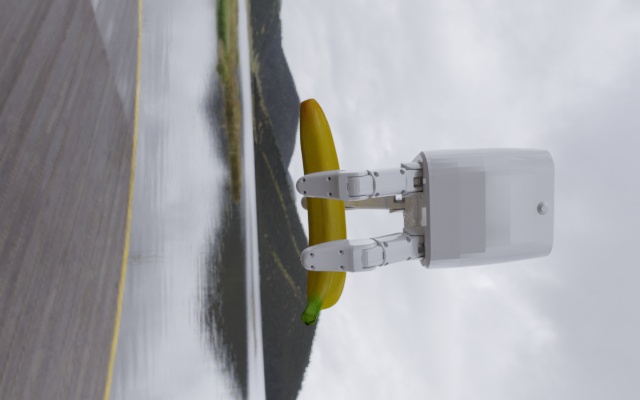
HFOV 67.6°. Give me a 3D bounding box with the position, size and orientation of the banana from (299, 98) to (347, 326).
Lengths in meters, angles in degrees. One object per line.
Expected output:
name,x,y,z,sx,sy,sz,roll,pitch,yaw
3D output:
banana,0.003,0.009,0.429,0.037,0.197,0.070,-5,-15,7
